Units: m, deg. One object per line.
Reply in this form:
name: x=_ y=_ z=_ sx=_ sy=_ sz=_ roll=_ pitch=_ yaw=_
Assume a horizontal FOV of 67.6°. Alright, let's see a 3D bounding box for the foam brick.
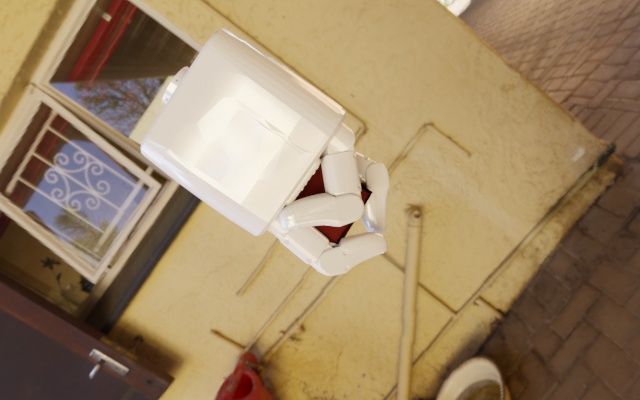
foam brick: x=0.000 y=0.001 z=0.407 sx=0.051 sy=0.053 sz=0.078 roll=34 pitch=-10 yaw=-9
